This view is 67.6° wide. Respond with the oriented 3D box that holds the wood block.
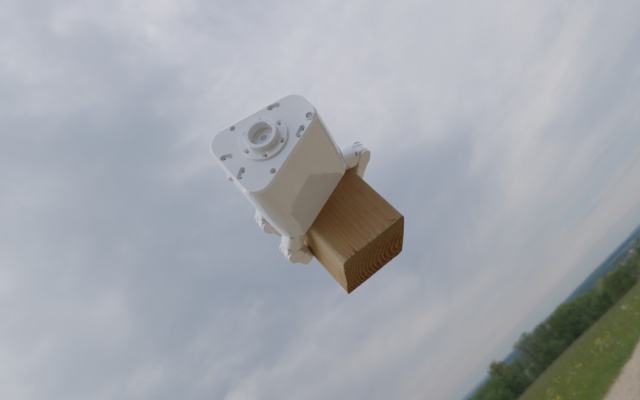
[{"bbox_3d":[0.000,0.001,0.598,0.091,0.206,0.090,-36,-30,-15],"label":"wood block"}]
